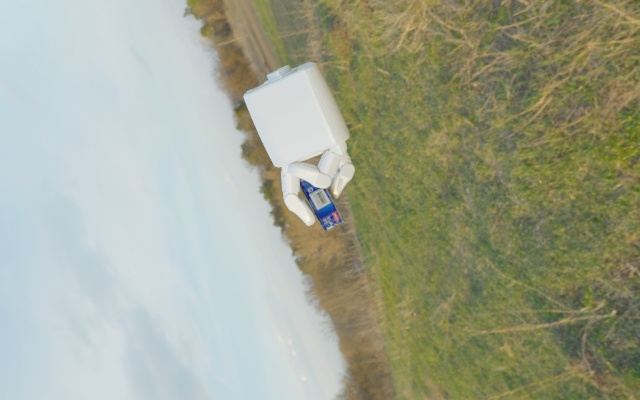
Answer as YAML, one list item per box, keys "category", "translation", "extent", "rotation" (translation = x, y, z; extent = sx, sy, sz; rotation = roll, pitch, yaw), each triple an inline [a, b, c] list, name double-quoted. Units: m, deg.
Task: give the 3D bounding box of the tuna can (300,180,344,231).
- category: "tuna can"
  translation: [0.000, 0.003, 0.714]
  extent: [0.034, 0.086, 0.086]
  rotation: [-29, 1, -2]
